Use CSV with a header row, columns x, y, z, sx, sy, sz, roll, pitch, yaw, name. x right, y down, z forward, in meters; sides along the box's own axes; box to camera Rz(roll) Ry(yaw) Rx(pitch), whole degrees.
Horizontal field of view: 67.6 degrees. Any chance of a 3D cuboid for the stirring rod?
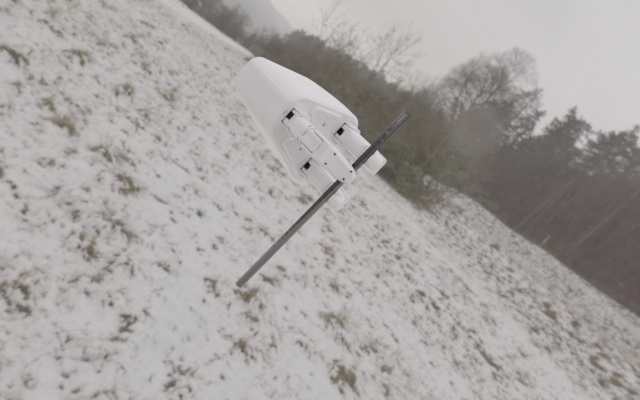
x,y,z,sx,sy,sz,roll,pitch,yaw,name
0.000,0.002,0.472,0.011,0.239,0.011,44,7,-7,stirring rod
